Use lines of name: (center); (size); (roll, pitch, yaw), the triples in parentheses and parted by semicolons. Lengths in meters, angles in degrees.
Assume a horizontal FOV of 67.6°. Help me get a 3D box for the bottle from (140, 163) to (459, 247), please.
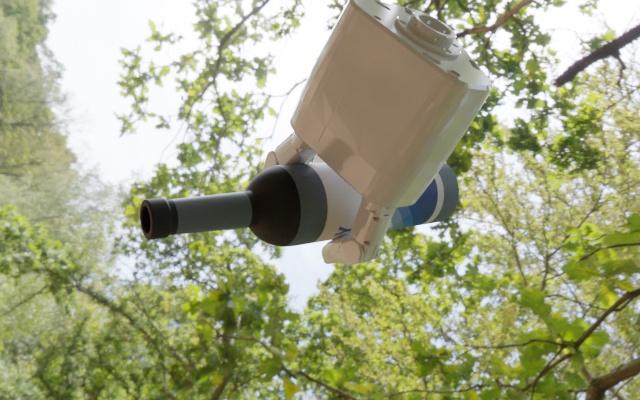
bottle: (0.000, 0.001, 0.407); (0.295, 0.069, 0.069); (-6, 3, -37)
